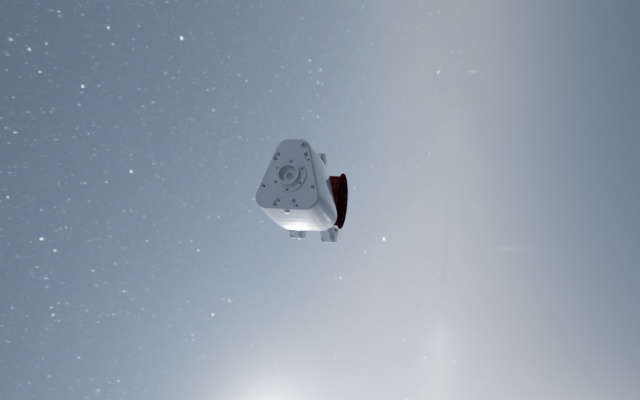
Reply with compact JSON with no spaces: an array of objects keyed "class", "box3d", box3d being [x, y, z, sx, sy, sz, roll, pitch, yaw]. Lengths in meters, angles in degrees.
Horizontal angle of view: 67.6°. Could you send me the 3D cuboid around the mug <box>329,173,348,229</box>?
[{"class":"mug","box3d":[0.000,0.003,0.812,0.081,0.093,0.117,3,-18,14]}]
